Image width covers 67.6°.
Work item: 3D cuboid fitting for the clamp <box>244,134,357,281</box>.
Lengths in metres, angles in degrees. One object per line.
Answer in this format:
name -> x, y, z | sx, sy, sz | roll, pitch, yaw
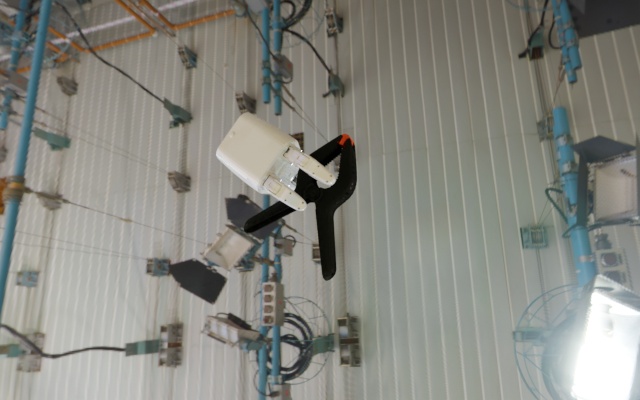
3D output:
clamp -> 0.001, 0.002, 0.709 | 0.164, 0.210, 0.036 | 35, 0, 23
